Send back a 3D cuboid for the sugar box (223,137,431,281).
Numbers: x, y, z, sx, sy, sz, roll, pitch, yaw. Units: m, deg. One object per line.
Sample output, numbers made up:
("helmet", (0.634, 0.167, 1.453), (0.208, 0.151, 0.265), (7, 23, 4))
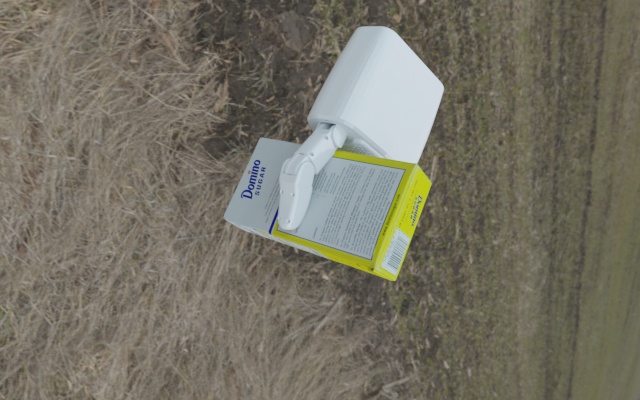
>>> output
("sugar box", (0.000, 0.002, 0.434), (0.176, 0.093, 0.048), (14, -14, 39))
